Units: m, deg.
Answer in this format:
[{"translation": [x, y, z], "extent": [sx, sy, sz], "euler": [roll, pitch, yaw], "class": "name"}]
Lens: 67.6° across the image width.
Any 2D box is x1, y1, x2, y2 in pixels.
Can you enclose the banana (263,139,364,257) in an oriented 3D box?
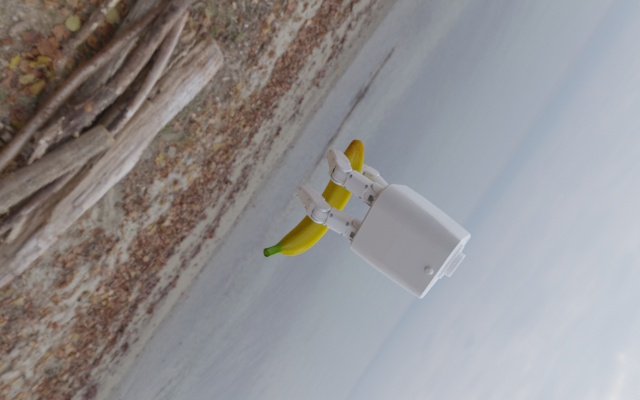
[{"translation": [0.005, 0.007, 0.647], "extent": [0.037, 0.198, 0.069], "euler": [41, 8, 22], "class": "banana"}]
